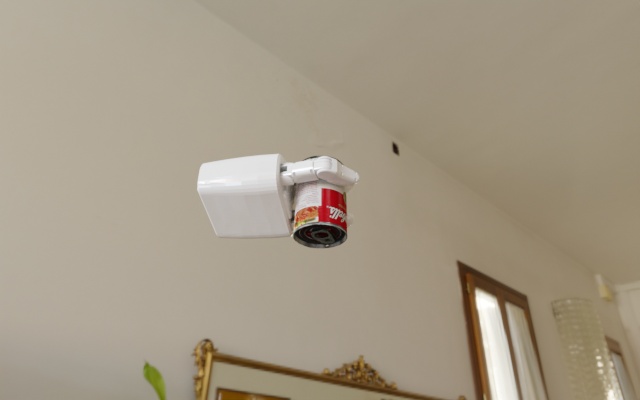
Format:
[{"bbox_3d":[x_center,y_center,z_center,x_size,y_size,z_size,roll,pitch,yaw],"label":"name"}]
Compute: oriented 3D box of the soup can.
[{"bbox_3d":[0.001,0.002,0.617,0.068,0.102,0.068,1,-31,0],"label":"soup can"}]
